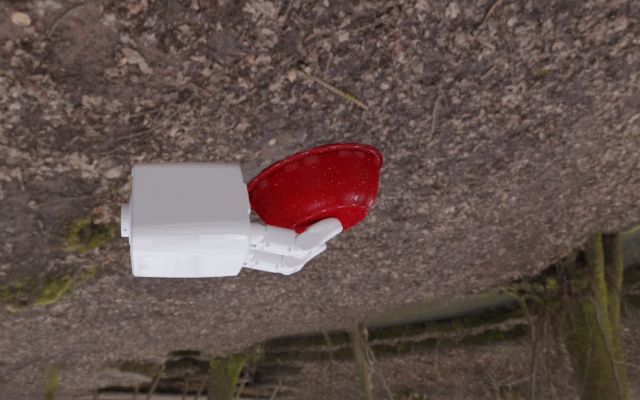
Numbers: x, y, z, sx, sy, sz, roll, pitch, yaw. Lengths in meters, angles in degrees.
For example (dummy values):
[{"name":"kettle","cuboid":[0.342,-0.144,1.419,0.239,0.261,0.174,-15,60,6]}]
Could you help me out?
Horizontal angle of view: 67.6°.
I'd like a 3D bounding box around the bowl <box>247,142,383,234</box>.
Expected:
[{"name":"bowl","cuboid":[0.001,0.002,0.522,0.162,0.055,0.162,-16,-20,-6]}]
